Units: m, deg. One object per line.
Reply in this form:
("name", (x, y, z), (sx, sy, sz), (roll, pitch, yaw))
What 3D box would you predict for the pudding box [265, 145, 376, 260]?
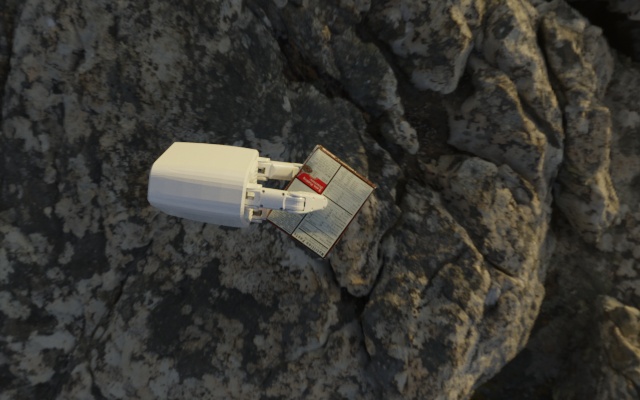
("pudding box", (0.000, 0.002, 0.588), (0.090, 0.113, 0.039), (36, 6, -5))
